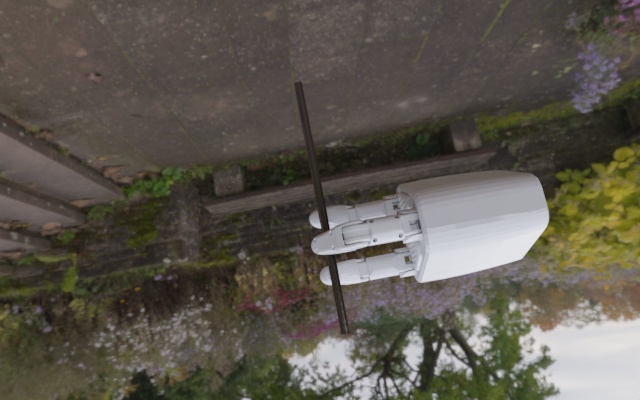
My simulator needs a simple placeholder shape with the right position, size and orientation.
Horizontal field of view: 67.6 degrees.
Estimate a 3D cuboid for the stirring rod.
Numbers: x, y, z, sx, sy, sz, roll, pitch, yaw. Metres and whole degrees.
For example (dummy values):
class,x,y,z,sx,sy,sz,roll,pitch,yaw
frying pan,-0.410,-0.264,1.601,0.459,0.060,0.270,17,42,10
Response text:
class,x,y,z,sx,sy,sz,roll,pitch,yaw
stirring rod,0.000,0.001,0.444,0.011,0.239,0.011,-10,-11,-2
